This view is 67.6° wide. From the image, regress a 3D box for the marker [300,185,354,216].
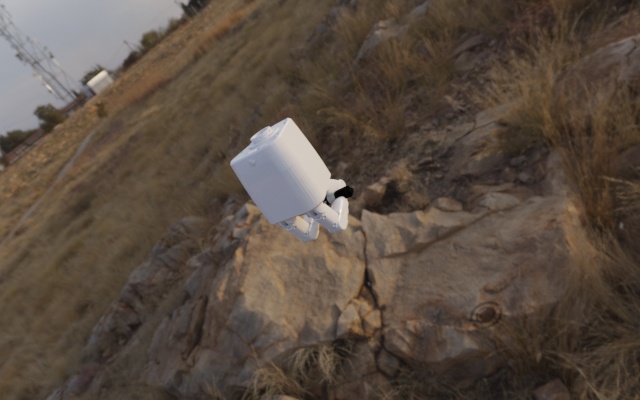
[{"bbox_3d":[0.000,0.002,0.736,0.121,0.020,0.020,-21,-12,35],"label":"marker"}]
